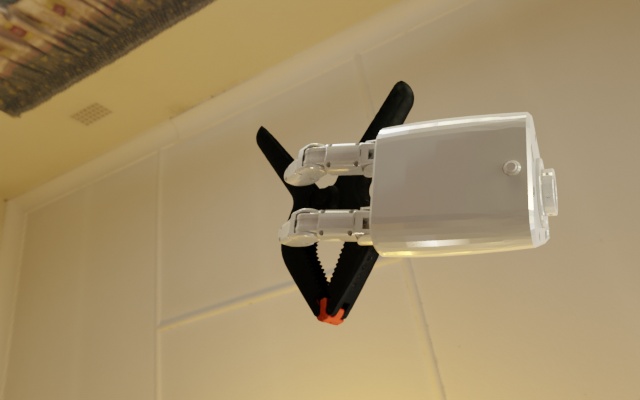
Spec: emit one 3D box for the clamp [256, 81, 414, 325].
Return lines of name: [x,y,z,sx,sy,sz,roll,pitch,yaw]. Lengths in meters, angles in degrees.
clamp: [0.001,0.002,0.425,0.164,0.210,0.036,-6,-22,31]
